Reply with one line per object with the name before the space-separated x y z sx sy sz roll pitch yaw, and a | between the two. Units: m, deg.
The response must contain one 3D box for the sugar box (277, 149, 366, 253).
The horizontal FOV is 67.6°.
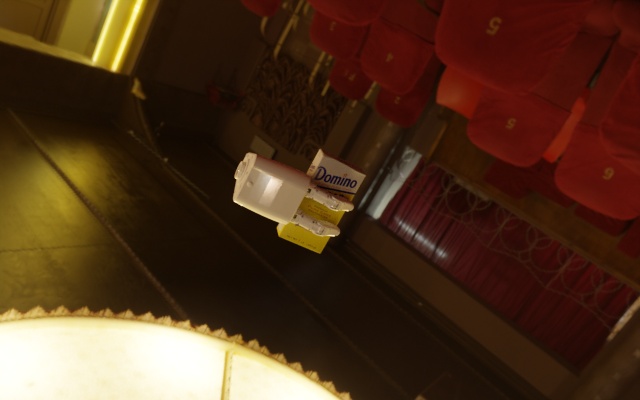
sugar box | 0.000 0.003 0.888 0.093 0.176 0.048 24 17 -19
